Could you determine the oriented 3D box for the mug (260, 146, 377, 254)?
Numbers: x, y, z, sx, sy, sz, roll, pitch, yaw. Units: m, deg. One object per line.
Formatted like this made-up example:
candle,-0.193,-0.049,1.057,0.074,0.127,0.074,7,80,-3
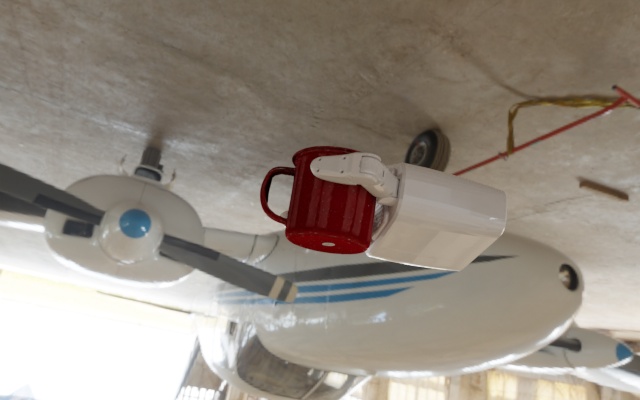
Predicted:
mug,-0.001,0.001,0.458,0.117,0.081,0.093,11,-17,-7
